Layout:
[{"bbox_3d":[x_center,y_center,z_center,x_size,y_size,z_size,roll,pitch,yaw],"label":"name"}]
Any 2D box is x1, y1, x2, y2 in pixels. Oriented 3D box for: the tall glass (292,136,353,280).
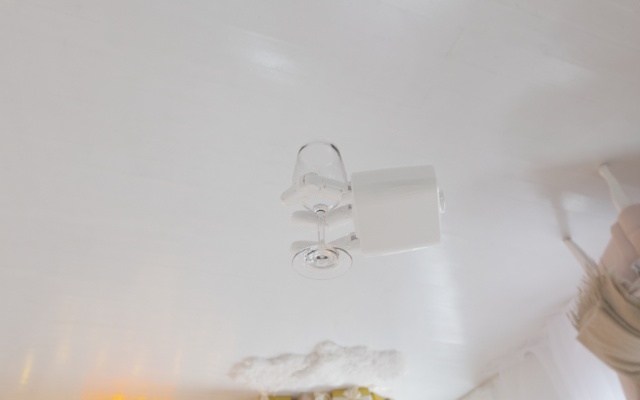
[{"bbox_3d":[0.000,0.003,0.647,0.079,0.200,0.079,-1,-41,-1],"label":"tall glass"}]
